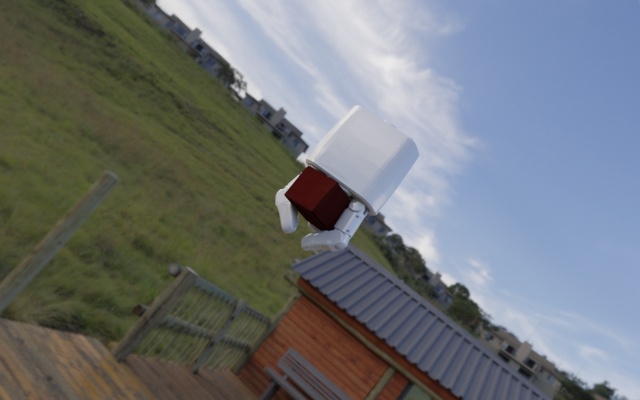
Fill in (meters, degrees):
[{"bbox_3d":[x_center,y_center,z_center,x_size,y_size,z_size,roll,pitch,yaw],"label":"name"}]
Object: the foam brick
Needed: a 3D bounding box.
[{"bbox_3d":[0.000,0.002,0.612,0.053,0.051,0.078,33,-10,33],"label":"foam brick"}]
